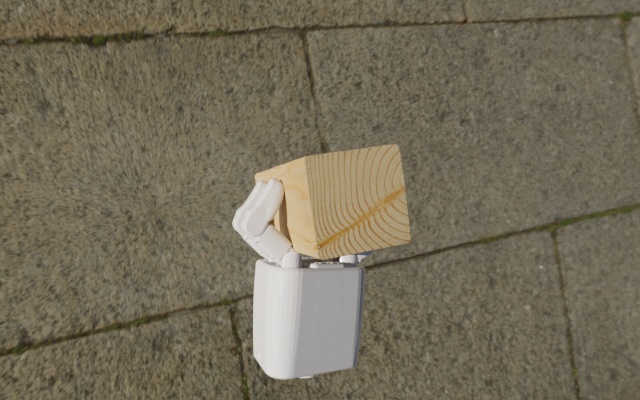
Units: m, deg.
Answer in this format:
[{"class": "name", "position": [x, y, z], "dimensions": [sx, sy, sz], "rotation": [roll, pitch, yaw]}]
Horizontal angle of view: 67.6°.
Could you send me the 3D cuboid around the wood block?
[{"class": "wood block", "position": [0.000, 0.002, 0.501], "dimensions": [0.091, 0.090, 0.206], "rotation": [-9, 2, -19]}]
